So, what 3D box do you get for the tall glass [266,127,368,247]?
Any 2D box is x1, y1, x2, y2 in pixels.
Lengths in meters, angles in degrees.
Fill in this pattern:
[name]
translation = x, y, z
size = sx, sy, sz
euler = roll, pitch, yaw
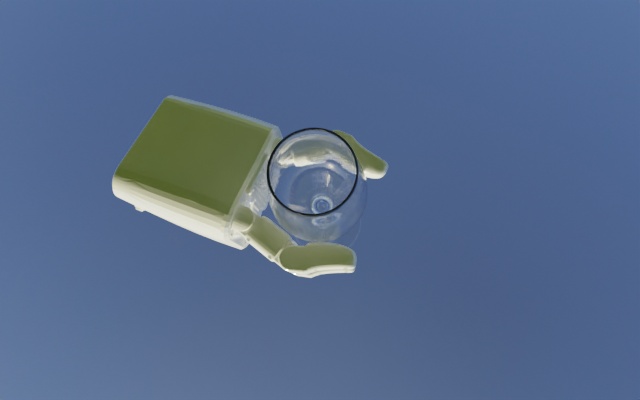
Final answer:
[tall glass]
translation = 0.000, 0.001, 0.413
size = 0.079, 0.079, 0.201
euler = 0, -12, 3
